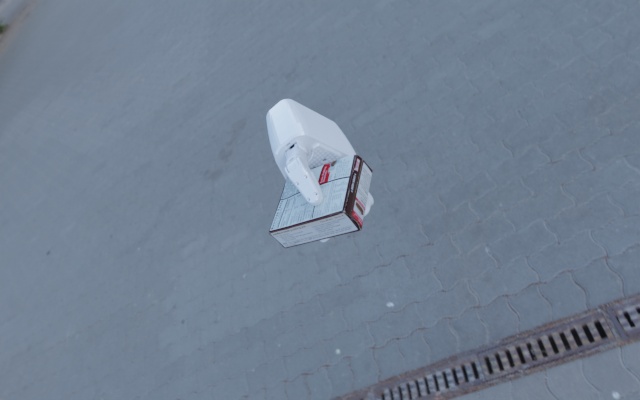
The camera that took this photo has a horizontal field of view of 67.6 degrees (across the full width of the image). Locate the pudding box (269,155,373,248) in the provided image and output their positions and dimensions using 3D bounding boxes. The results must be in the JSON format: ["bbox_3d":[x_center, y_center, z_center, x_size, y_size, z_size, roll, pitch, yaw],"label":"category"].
[{"bbox_3d":[0.000,0.002,0.559,0.113,0.090,0.039,-18,-47,35],"label":"pudding box"}]
